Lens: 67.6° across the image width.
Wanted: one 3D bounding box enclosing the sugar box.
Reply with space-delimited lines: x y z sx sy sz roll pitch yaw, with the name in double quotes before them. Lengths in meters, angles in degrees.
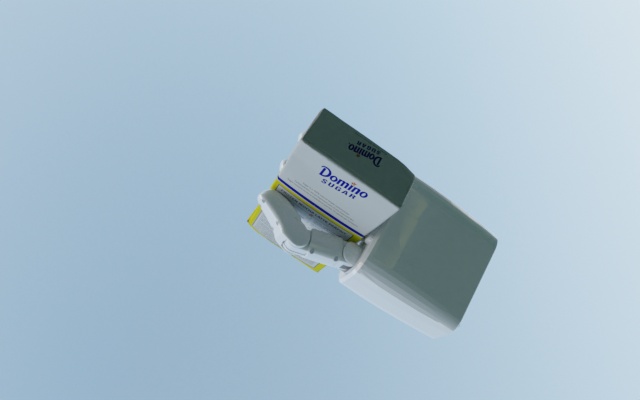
"sugar box" 0.000 0.001 0.432 0.093 0.048 0.176 35 -34 -5
